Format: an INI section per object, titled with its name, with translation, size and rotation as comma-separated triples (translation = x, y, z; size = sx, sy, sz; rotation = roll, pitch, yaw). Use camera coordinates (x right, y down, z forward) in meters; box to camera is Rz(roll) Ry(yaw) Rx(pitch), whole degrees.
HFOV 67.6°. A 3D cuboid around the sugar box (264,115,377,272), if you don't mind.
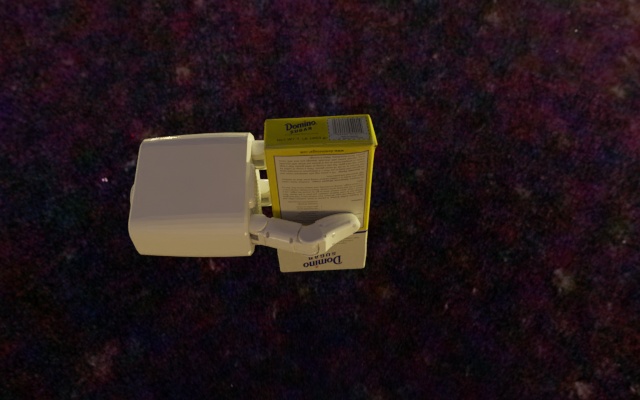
[sugar box]
translation = 0.000, 0.001, 0.460
size = 0.093, 0.048, 0.176
rotation = -2, -40, -2
